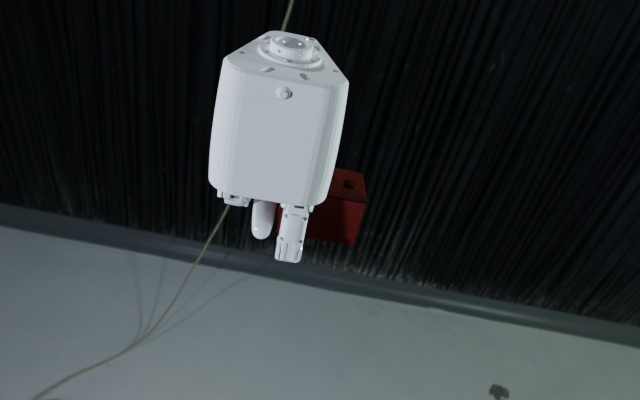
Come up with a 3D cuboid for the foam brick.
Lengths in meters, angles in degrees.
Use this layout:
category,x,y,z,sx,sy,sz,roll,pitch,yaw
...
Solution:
category,x,y,z,sx,sy,sz,roll,pitch,yaw
foam brick,0.000,0.002,0.452,0.078,0.051,0.053,10,32,-7
